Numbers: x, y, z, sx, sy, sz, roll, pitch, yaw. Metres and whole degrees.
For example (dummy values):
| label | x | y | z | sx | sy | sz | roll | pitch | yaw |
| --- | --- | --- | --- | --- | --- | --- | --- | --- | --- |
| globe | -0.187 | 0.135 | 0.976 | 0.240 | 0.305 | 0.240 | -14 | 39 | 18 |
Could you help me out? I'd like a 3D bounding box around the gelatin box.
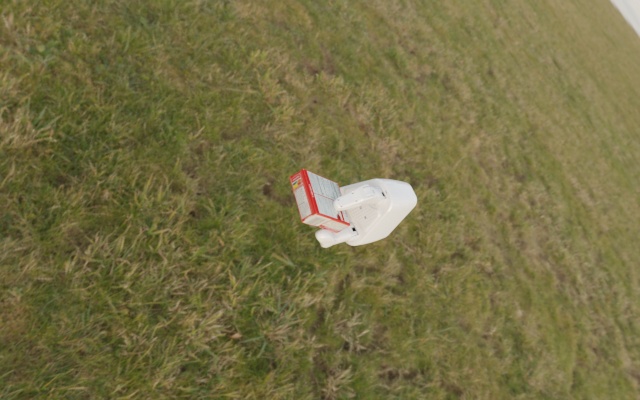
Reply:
| label | x | y | z | sx | sy | sz | roll | pitch | yaw |
| --- | --- | --- | --- | --- | --- | --- | --- | --- | --- |
| gelatin box | 0.000 | 0.002 | 0.682 | 0.030 | 0.073 | 0.089 | -30 | -29 | 27 |
